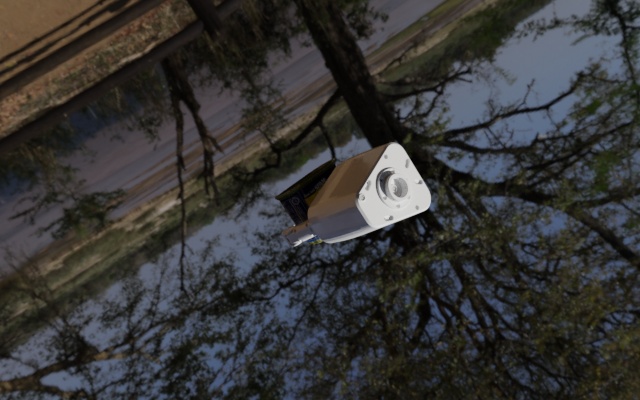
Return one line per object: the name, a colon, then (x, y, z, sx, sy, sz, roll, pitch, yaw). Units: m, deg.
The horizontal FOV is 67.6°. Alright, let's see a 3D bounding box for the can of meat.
can of meat: (0.000, 0.003, 0.681, 0.102, 0.084, 0.057, -38, 9, -36)
